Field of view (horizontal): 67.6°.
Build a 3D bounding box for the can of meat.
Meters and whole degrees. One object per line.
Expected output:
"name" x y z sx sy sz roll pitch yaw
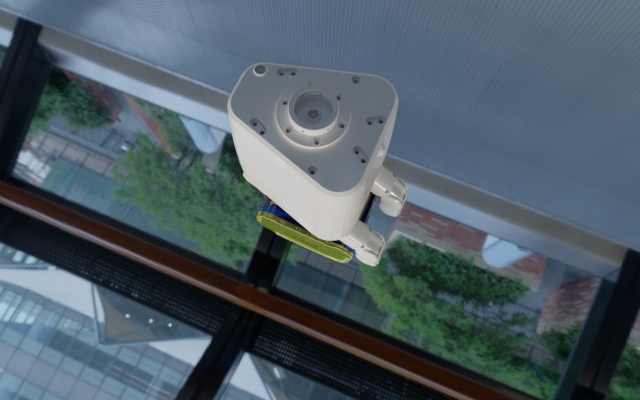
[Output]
"can of meat" 0.000 0.002 0.457 0.102 0.084 0.057 24 -17 2
